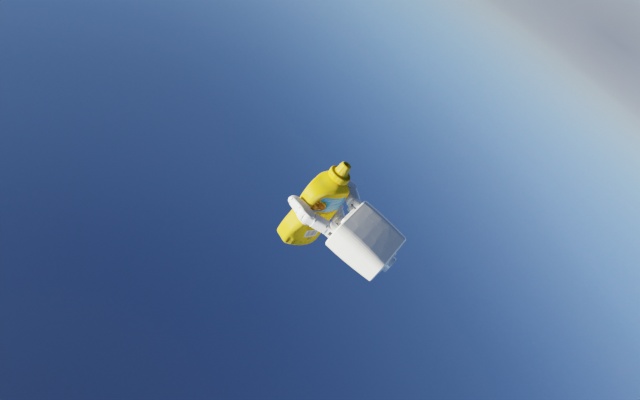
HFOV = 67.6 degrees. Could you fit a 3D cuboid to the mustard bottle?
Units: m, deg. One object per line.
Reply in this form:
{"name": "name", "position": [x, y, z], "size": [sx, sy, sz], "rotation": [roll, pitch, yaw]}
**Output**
{"name": "mustard bottle", "position": [0.000, 0.003, 0.893], "size": [0.096, 0.058, 0.192], "rotation": [-2, -42, -44]}
